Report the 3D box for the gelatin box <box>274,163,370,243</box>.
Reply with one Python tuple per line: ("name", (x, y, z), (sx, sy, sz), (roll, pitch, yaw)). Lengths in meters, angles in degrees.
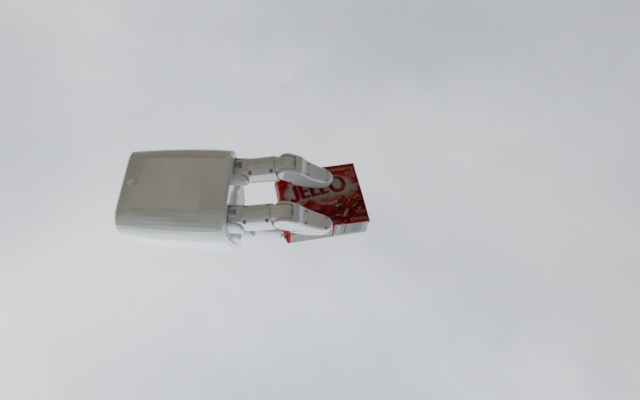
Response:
("gelatin box", (0.000, 0.002, 0.507), (0.089, 0.073, 0.030), (-8, -29, -11))
